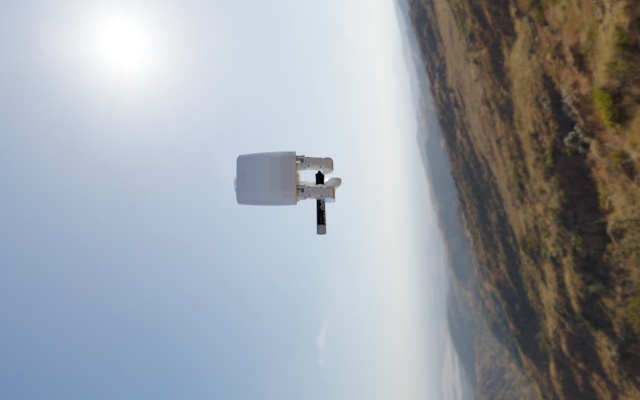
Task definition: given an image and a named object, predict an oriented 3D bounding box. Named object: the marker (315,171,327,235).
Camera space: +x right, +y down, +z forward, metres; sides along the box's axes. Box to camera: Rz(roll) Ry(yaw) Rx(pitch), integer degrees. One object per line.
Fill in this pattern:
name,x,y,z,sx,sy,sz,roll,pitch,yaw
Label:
marker,0.000,0.003,0.883,0.020,0.121,0.020,-1,-15,0
